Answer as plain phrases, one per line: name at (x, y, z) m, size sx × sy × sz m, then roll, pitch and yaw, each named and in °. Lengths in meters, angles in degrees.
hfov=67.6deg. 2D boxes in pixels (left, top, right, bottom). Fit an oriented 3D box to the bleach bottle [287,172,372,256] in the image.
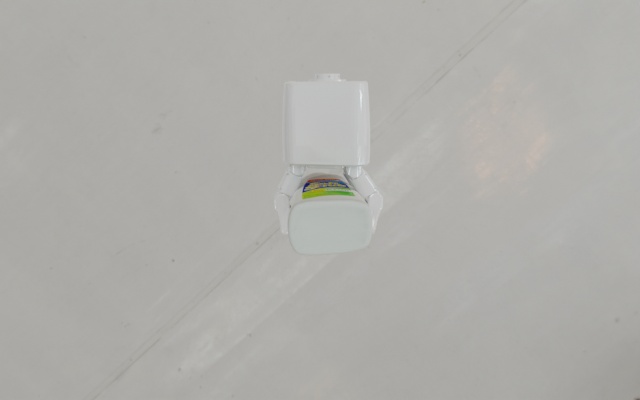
bleach bottle at (0.000, 0.002, 0.666) m, size 0.102 × 0.068 × 0.250 m, roll -3°, pitch 14°, yaw -6°
